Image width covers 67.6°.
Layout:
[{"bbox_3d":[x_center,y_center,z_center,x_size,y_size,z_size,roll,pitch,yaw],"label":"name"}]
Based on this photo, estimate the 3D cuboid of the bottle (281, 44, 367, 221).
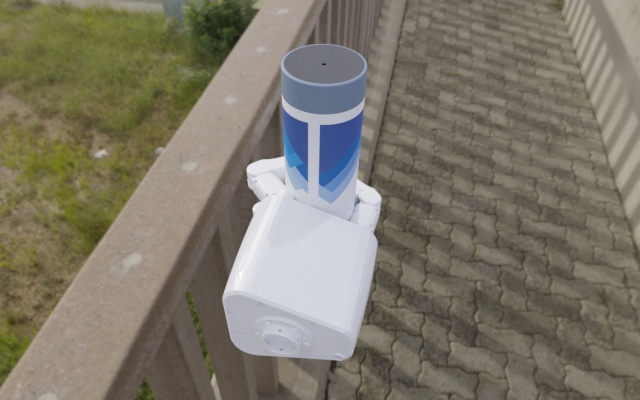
[{"bbox_3d":[0.000,0.001,0.466,0.069,0.296,0.069,1,44,-1],"label":"bottle"}]
